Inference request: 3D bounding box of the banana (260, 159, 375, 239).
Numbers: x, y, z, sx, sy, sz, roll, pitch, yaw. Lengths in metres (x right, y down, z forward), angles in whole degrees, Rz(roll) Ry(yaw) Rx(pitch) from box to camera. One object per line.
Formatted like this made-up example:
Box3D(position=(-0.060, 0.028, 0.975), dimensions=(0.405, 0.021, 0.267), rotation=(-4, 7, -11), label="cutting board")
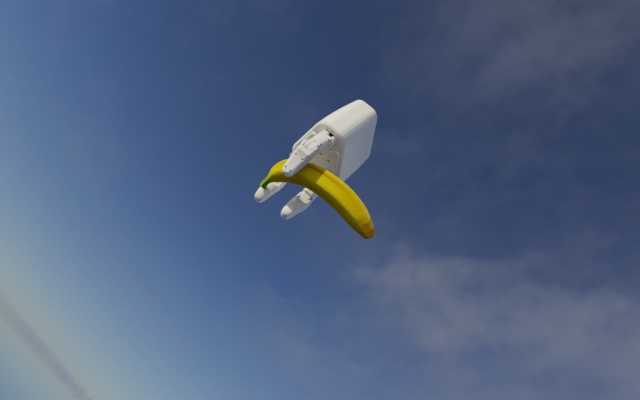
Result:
Box3D(position=(0.000, -0.014, 0.696), dimensions=(0.197, 0.070, 0.037), rotation=(27, 39, 22), label="banana")
